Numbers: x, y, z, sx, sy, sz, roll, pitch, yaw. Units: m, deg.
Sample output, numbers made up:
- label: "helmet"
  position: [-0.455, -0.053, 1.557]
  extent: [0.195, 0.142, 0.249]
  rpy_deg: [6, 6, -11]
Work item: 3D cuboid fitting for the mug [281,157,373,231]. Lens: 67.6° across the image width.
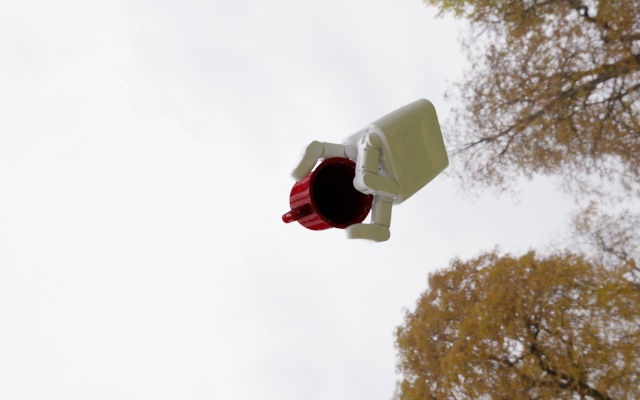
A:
- label: "mug"
  position: [-0.001, 0.003, 0.627]
  extent: [0.117, 0.093, 0.081]
  rpy_deg: [-30, 5, -29]
